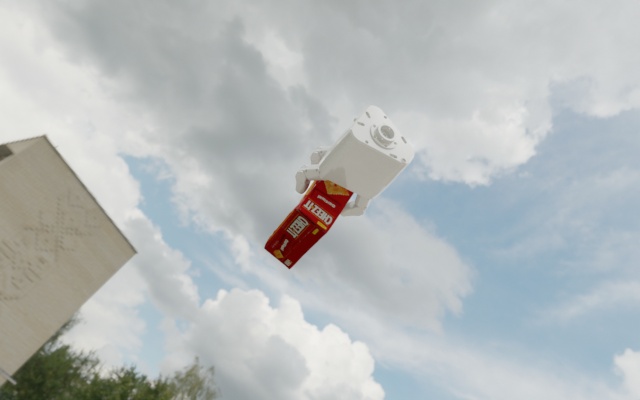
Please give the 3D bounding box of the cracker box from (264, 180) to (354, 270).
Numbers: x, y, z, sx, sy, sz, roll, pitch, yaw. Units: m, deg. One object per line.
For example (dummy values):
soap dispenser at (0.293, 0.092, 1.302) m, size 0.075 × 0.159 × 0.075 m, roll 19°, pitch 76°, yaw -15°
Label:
cracker box at (0.000, 0.003, 0.875) m, size 0.213 × 0.072 × 0.164 m, roll -53°, pitch 2°, yaw -39°
